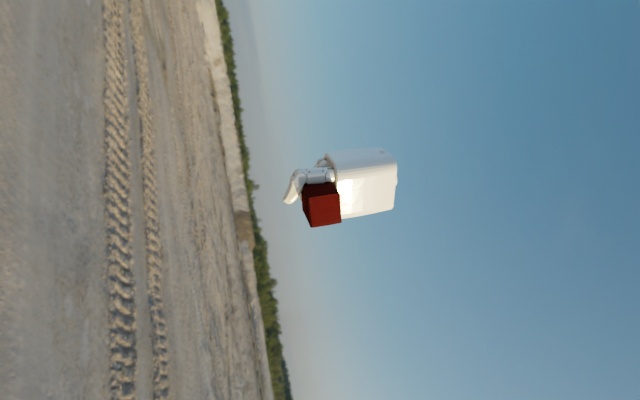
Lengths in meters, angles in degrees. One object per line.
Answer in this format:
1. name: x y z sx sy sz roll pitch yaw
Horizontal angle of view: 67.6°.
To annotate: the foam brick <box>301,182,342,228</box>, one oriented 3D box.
1. foam brick: 0.000 0.003 0.769 0.051 0.053 0.078 -7 22 -9
